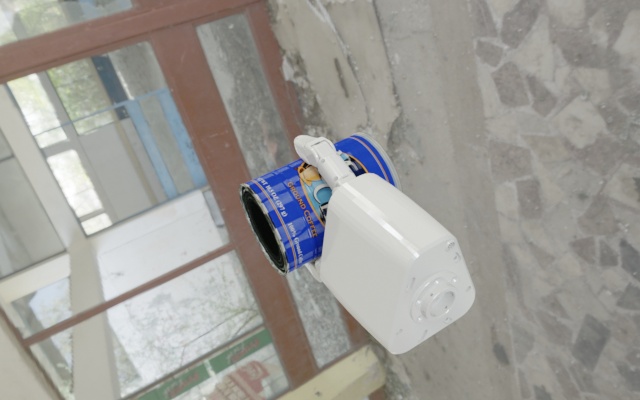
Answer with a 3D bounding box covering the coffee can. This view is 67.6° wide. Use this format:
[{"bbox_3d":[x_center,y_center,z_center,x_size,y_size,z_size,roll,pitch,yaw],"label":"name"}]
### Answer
[{"bbox_3d":[0.000,0.001,0.502,0.140,0.103,0.103,-26,9,-19],"label":"coffee can"}]
